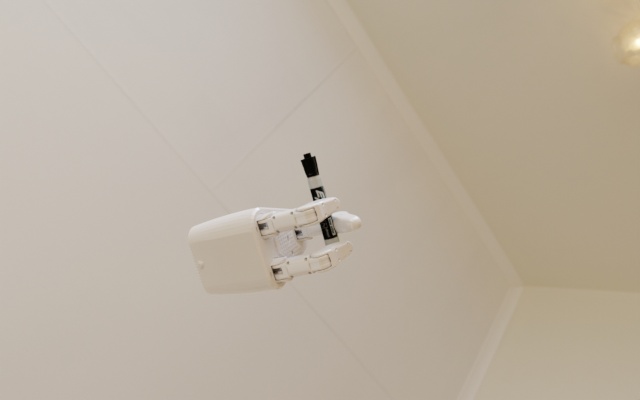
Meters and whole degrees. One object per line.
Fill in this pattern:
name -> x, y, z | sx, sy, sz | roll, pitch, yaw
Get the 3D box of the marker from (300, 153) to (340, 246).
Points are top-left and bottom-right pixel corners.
marker -> 0.000, 0.002, 0.573 | 0.020, 0.121, 0.020 | -16, 7, 2
